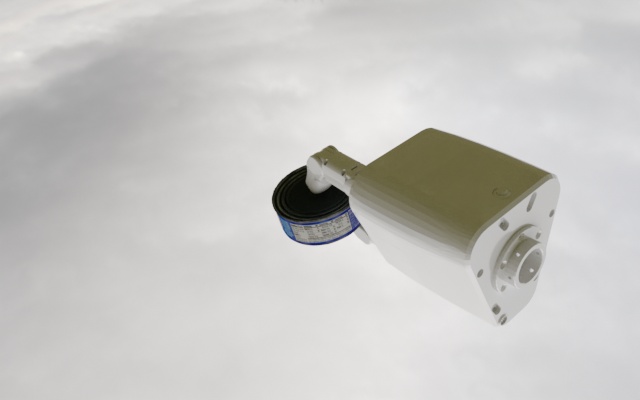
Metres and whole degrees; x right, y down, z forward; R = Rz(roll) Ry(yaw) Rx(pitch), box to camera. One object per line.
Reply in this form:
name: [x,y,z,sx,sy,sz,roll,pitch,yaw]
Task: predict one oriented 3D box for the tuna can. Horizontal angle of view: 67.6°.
tuna can: [0.000,0.002,0.446,0.086,0.034,0.086,-11,39,9]
